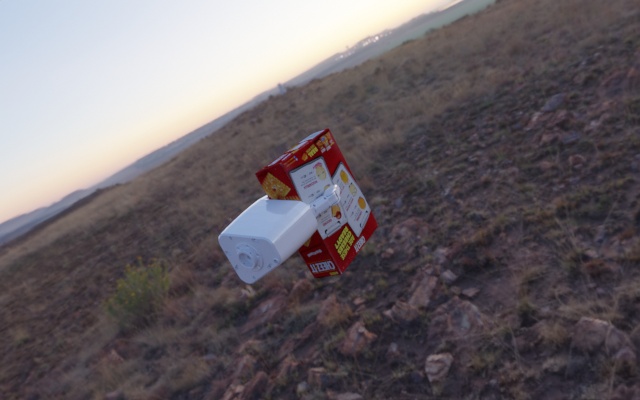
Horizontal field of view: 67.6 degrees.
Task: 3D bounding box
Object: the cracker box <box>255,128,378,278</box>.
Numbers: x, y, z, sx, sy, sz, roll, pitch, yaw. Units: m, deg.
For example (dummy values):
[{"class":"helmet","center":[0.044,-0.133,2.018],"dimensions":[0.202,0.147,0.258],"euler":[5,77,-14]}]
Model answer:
[{"class":"cracker box","center":[0.000,0.003,0.844],"dimensions":[0.072,0.214,0.164],"euler":[-16,18,38]}]
